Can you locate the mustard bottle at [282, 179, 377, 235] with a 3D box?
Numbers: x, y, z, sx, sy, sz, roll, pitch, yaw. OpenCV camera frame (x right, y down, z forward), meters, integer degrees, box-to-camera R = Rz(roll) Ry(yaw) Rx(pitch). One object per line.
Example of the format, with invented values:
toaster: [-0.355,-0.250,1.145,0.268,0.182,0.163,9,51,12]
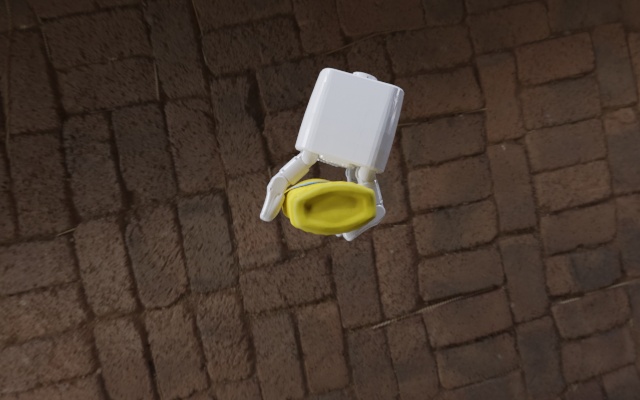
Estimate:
mustard bottle: [0.000,0.002,0.608,0.096,0.058,0.191,-8,6,-9]
